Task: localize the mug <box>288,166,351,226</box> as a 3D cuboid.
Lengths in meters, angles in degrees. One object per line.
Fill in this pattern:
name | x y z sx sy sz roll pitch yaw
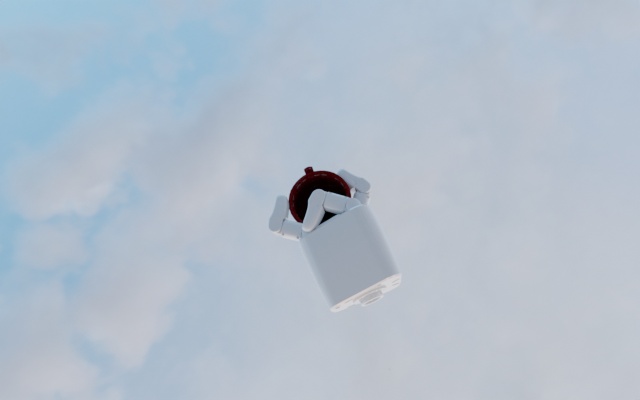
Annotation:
mug | 0.000 0.001 0.735 0.093 0.117 0.081 -24 -23 0
